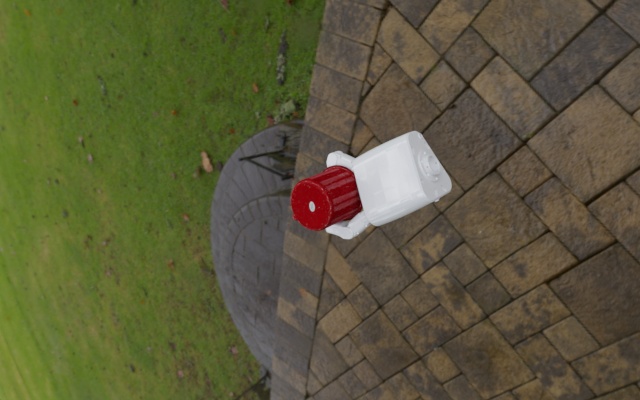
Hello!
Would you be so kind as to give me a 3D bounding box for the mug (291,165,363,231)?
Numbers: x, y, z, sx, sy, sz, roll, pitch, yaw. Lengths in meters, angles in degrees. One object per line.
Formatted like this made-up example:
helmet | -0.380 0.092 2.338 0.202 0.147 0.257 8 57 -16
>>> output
mug | -0.001 0.003 0.751 0.117 0.093 0.081 -28 -3 40
